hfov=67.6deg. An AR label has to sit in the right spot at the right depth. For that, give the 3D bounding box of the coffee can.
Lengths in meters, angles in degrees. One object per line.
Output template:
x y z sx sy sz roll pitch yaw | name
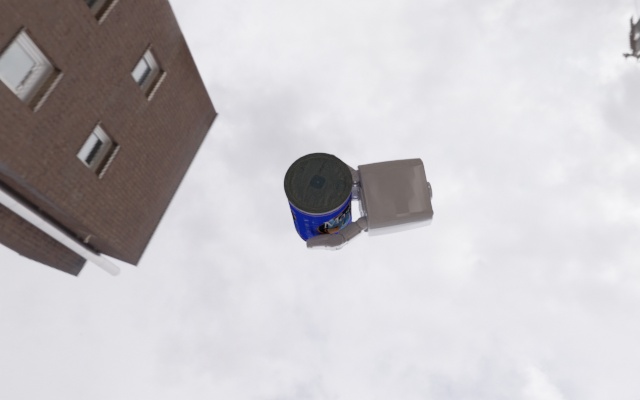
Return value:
0.000 0.003 0.766 0.103 0.102 0.140 0 -26 4 | coffee can
